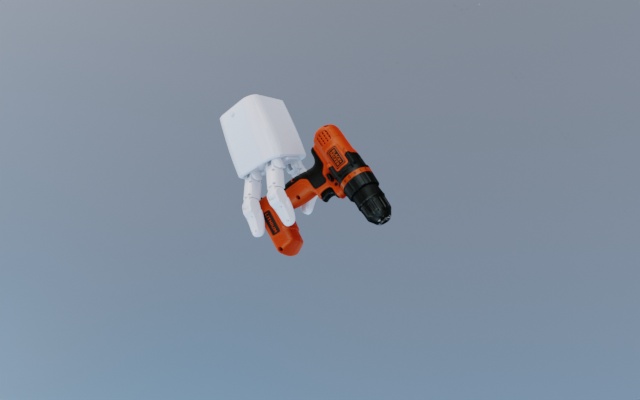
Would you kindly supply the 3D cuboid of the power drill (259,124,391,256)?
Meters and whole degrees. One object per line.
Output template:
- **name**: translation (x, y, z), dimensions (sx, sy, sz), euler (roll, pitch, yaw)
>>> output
- **power drill**: translation (0.000, 0.002, 0.733), dimensions (0.188, 0.184, 0.057), euler (-40, -29, 17)
